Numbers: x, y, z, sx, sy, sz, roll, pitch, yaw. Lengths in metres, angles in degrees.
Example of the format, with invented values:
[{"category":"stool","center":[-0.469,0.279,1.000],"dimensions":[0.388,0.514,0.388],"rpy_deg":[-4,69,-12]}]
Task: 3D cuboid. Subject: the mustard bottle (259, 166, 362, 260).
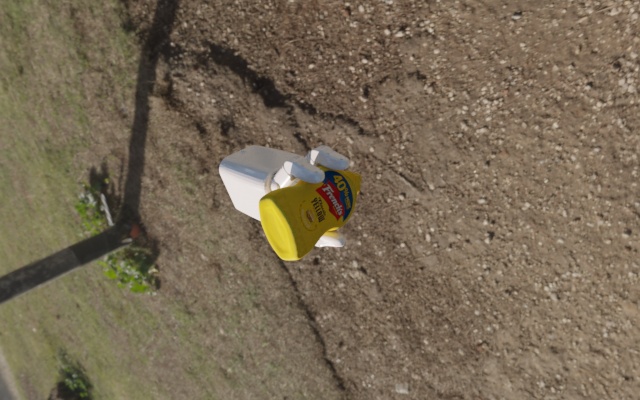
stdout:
[{"category":"mustard bottle","center":[0.000,0.002,0.692],"dimensions":[0.058,0.096,0.191],"rpy_deg":[-10,17,44]}]
